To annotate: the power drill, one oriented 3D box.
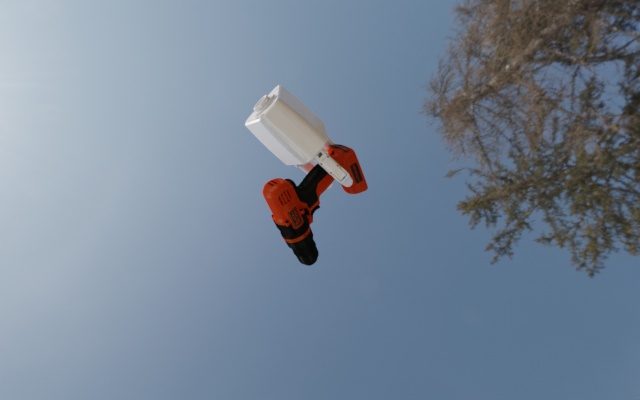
[{"bbox_3d":[0.000,0.002,0.852,0.187,0.184,0.057,-41,38,-25],"label":"power drill"}]
